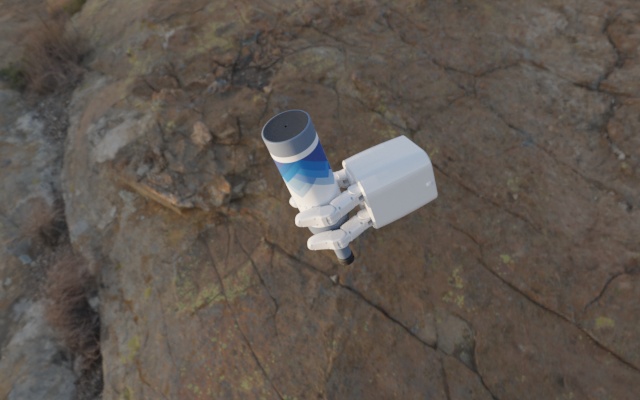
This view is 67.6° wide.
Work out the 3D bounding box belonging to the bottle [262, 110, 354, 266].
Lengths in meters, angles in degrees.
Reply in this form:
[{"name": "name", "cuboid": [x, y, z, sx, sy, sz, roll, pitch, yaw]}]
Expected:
[{"name": "bottle", "cuboid": [0.000, 0.002, 0.709, 0.069, 0.069, 0.296, 0, -41, 24]}]
